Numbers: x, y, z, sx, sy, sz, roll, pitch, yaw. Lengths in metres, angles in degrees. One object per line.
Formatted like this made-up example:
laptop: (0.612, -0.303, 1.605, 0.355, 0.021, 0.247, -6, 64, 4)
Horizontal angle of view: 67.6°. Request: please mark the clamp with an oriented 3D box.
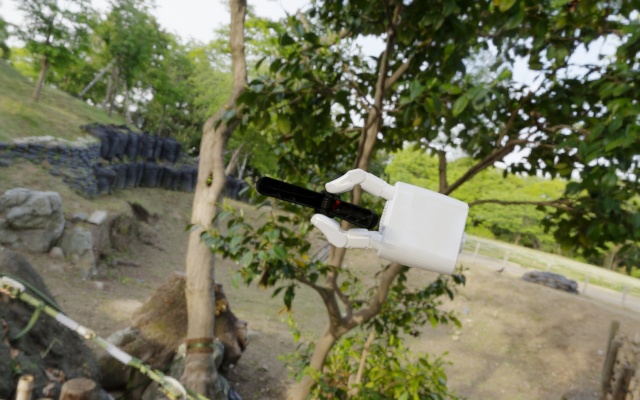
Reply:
clamp: (0.001, 0.002, 0.693, 0.164, 0.036, 0.210, 19, 1, 4)
